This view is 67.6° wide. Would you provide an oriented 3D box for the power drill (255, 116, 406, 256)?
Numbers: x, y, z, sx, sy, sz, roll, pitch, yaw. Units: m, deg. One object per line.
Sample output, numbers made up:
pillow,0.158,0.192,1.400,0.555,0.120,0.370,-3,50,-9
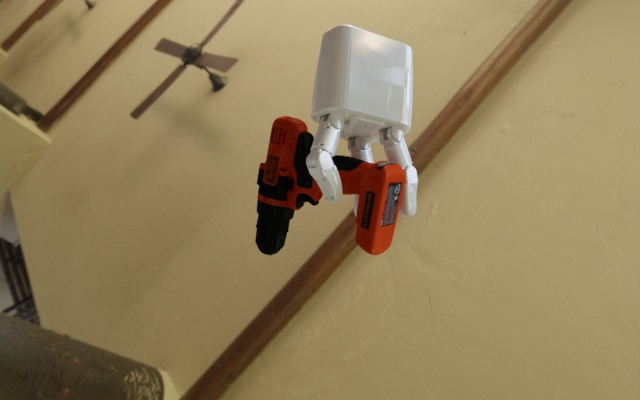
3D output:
power drill,0.001,0.002,0.584,0.187,0.184,0.057,18,16,30
